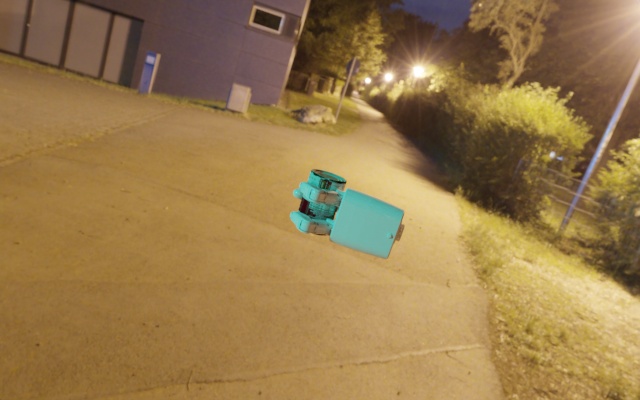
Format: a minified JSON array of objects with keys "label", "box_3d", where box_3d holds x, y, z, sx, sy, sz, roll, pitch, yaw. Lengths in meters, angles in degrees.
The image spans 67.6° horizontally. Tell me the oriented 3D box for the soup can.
[{"label":"soup can","box_3d":[0.000,0.002,0.847,0.068,0.102,0.068,17,13,-4]}]
